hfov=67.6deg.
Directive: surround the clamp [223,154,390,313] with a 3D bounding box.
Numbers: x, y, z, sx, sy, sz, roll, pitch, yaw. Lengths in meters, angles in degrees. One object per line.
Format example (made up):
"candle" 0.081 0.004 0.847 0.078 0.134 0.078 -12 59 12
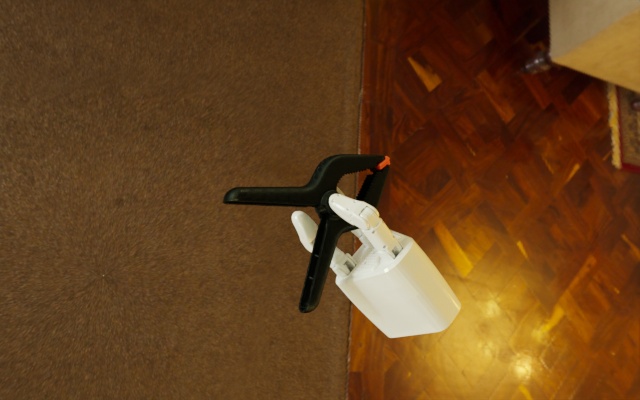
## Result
"clamp" 0.001 0.002 0.560 0.210 0.164 0.036 -46 17 -23
